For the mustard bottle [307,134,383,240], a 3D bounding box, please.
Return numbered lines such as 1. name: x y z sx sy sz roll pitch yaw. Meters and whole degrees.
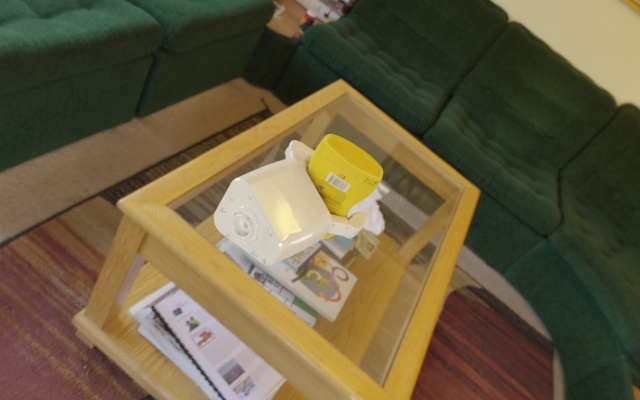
1. mustard bottle: 0.000 0.002 0.690 0.096 0.192 0.058 32 35 -6
